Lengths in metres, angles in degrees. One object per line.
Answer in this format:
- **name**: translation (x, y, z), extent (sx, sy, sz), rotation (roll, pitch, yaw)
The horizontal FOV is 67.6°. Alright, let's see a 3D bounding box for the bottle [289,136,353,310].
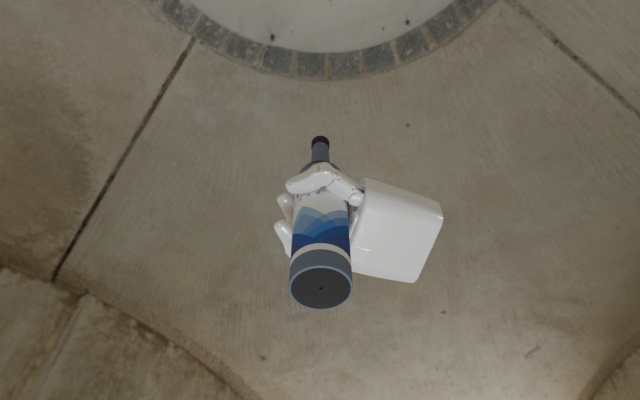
- **bottle**: translation (0.000, 0.002, 0.607), extent (0.069, 0.069, 0.295), rotation (0, 37, 0)
